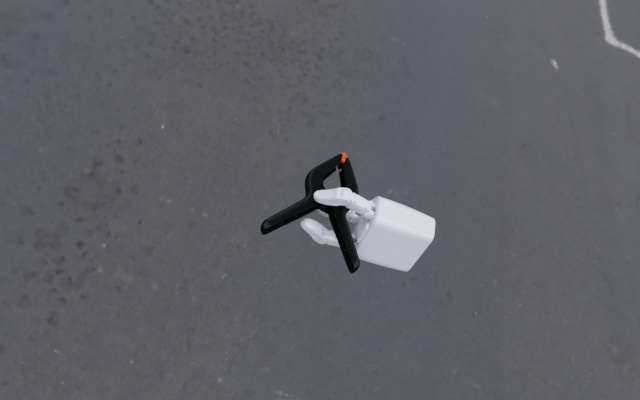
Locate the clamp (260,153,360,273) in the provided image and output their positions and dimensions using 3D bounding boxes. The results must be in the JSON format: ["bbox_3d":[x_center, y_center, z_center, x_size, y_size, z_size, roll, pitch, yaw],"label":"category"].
[{"bbox_3d":[0.001,0.002,0.783,0.164,0.209,0.036,19,-34,-9],"label":"clamp"}]
